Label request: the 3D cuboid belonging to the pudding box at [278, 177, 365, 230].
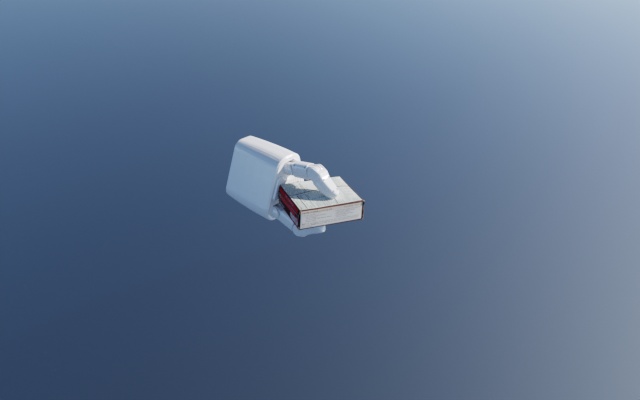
[{"bbox_3d":[0.000,0.002,0.756,0.113,0.039,0.090,-10,33,-22],"label":"pudding box"}]
